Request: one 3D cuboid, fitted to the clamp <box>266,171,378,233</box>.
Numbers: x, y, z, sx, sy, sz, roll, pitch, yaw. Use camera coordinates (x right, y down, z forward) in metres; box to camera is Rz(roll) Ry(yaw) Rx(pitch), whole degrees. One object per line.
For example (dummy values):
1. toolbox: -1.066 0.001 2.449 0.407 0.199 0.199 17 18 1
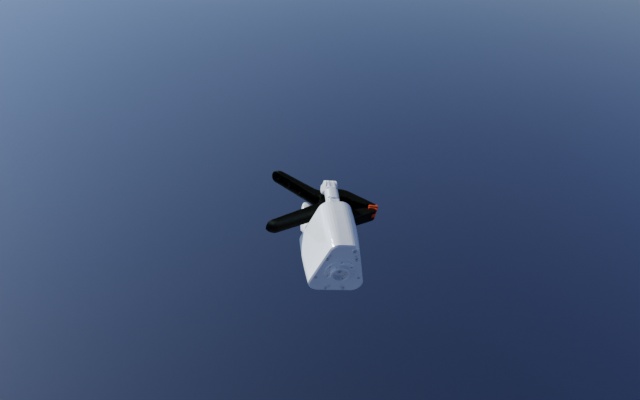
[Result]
1. clamp: 0.001 0.002 0.892 0.210 0.036 0.164 3 40 -12
